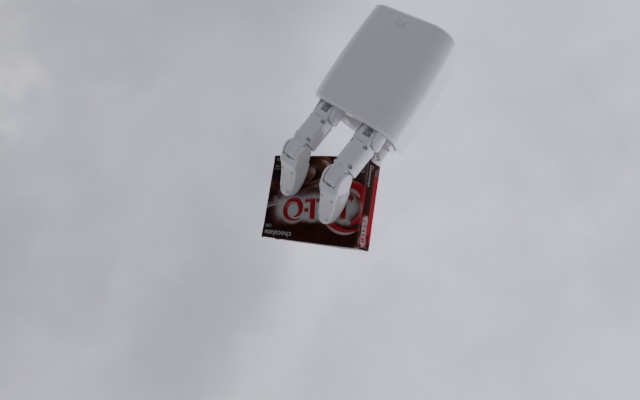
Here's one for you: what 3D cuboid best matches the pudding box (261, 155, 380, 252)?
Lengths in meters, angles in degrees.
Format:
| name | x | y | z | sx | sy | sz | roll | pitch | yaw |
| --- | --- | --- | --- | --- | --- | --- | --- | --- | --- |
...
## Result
| name | x | y | z | sx | sy | sz | roll | pitch | yaw |
| --- | --- | --- | --- | --- | --- | --- | --- | --- | --- |
| pudding box | 0.000 | 0.002 | 0.493 | 0.113 | 0.090 | 0.039 | 3 | -11 | 30 |
